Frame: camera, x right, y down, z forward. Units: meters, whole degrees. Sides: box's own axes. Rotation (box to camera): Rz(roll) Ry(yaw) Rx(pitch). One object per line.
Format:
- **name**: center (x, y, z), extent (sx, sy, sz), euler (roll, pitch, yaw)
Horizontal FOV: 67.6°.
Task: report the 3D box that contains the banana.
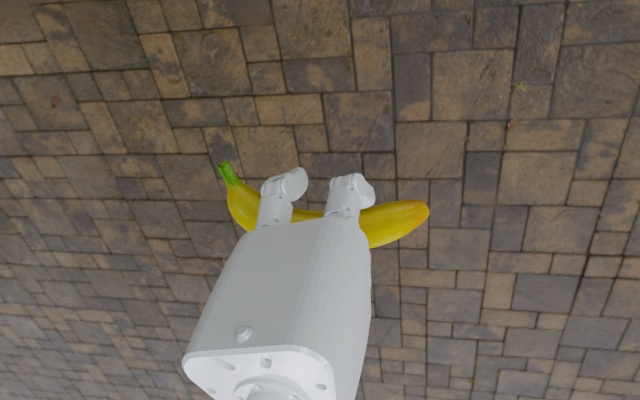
- **banana**: center (-0.004, 0.016, 0.437), extent (0.198, 0.070, 0.037), euler (11, 34, 9)
